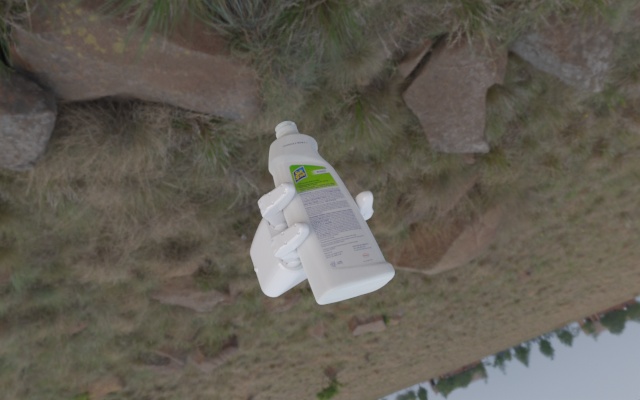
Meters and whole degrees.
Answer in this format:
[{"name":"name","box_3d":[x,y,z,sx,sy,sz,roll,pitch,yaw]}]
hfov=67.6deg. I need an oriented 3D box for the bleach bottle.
[{"name":"bleach bottle","box_3d":[0.000,0.002,0.624,0.102,0.250,0.068,-9,-27,-26]}]
